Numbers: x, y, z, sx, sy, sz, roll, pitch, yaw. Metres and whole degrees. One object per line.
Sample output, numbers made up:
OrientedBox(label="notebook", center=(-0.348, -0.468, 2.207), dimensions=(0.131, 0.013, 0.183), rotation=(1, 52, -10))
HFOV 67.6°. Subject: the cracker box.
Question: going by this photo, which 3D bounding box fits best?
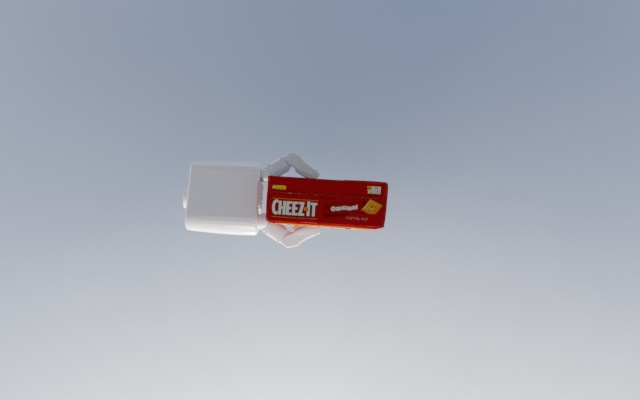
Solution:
OrientedBox(label="cracker box", center=(0.000, 0.002, 0.741), dimensions=(0.164, 0.072, 0.213), rotation=(3, 1, -5))
